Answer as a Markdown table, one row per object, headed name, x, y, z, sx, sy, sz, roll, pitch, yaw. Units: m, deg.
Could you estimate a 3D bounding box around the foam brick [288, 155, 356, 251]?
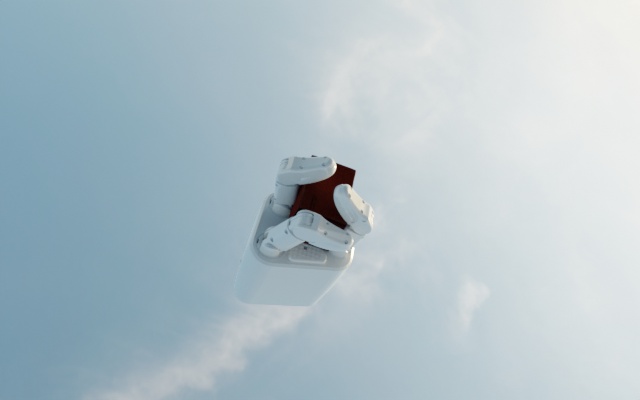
| name | x | y | z | sx | sy | sz | roll | pitch | yaw |
| --- | --- | --- | --- | --- | --- | --- | --- | --- | --- |
| foam brick | 0.000 | 0.001 | 0.502 | 0.053 | 0.078 | 0.051 | 21 | -41 | -8 |
